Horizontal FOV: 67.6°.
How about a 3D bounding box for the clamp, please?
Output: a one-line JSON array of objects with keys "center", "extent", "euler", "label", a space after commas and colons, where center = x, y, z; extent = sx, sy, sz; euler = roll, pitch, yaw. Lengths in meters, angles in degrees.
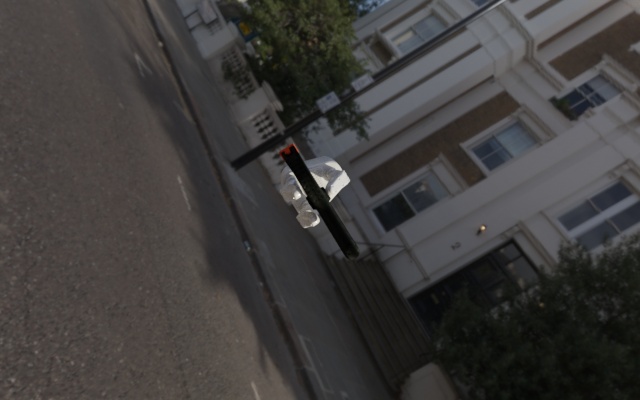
[{"center": [0.001, 0.002, 0.793], "extent": [0.036, 0.210, 0.164], "euler": [-32, 14, -1], "label": "clamp"}]
